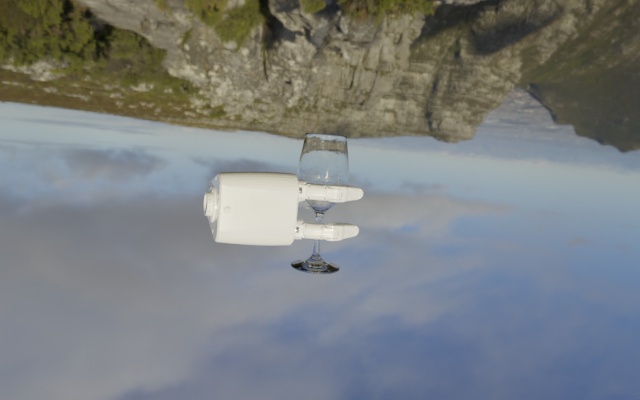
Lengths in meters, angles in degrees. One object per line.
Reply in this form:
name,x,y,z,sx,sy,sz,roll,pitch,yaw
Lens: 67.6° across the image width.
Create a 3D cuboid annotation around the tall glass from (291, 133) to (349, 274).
tall glass,0.000,0.003,0.711,0.079,0.201,0.079,5,7,-1
